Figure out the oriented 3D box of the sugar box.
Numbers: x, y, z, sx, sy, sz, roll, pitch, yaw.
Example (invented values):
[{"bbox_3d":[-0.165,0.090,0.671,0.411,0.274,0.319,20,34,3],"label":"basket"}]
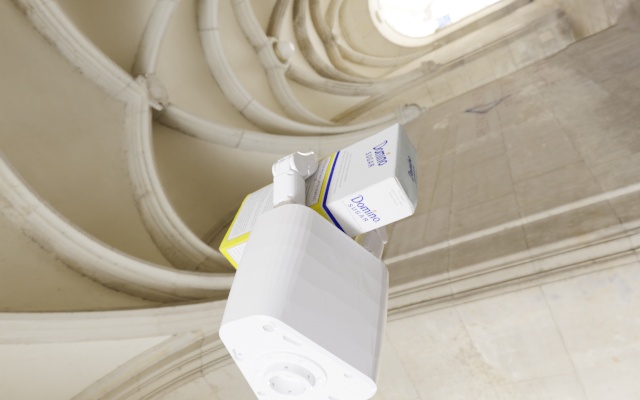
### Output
[{"bbox_3d":[0.000,0.002,0.431,0.176,0.048,0.093,-20,29,25],"label":"sugar box"}]
